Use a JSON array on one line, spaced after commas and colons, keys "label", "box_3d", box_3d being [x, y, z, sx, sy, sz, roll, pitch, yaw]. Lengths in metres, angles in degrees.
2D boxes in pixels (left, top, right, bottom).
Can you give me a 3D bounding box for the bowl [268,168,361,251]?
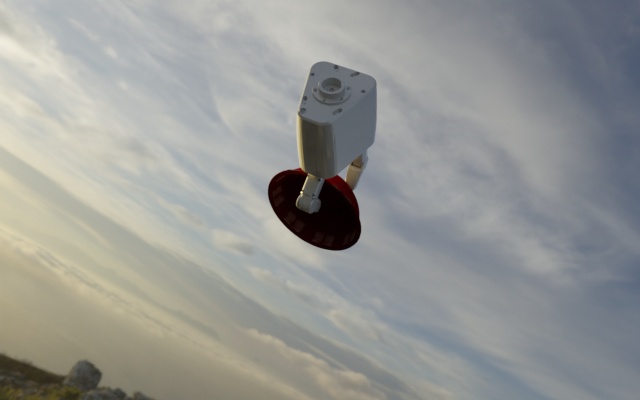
[{"label": "bowl", "box_3d": [0.000, 0.003, 0.742, 0.162, 0.162, 0.055, 0, 39, 37]}]
